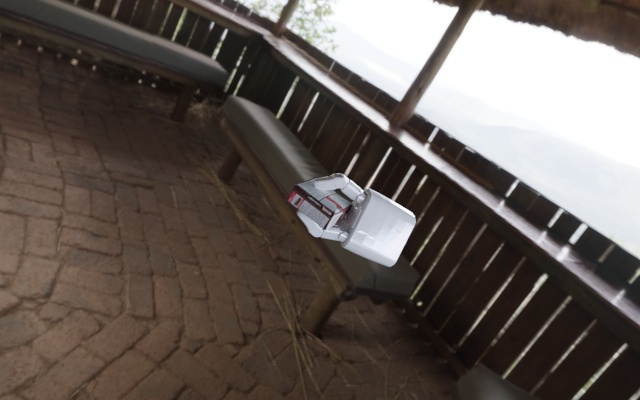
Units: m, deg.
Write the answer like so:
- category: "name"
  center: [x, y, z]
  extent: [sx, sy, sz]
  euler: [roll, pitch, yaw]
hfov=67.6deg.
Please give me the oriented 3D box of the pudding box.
- category: "pudding box"
  center: [0.000, 0.003, 0.856]
  extent: [0.090, 0.039, 0.113]
  euler: [36, 17, 10]
